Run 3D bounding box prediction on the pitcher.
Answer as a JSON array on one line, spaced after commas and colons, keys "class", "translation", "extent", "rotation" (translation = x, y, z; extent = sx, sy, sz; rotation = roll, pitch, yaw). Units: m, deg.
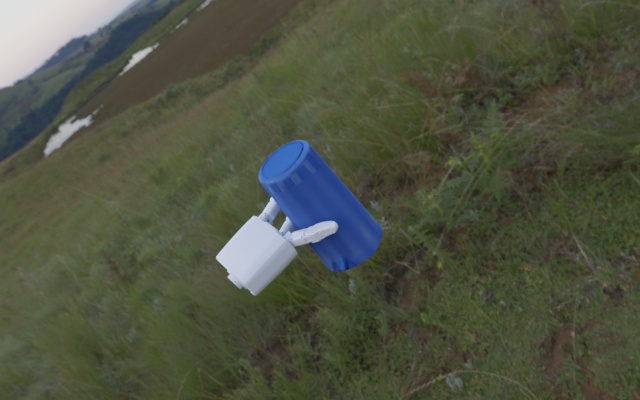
[{"class": "pitcher", "translation": [0.000, 0.003, 0.883], "extent": [0.243, 0.145, 0.149], "rotation": [51, -13, -30]}]
